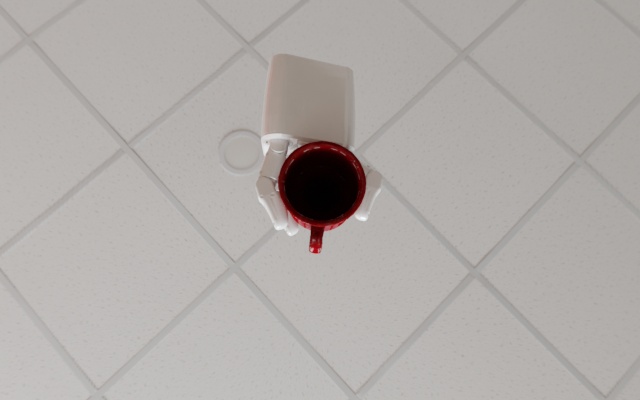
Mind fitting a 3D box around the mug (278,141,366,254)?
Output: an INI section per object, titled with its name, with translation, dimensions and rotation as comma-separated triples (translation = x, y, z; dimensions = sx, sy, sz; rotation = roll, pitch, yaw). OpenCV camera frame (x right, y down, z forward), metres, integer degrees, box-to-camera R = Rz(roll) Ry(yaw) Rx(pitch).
[mug]
translation = 0.000, 0.003, 0.537
dimensions = 0.093, 0.117, 0.081
rotation = 3, -13, -1
